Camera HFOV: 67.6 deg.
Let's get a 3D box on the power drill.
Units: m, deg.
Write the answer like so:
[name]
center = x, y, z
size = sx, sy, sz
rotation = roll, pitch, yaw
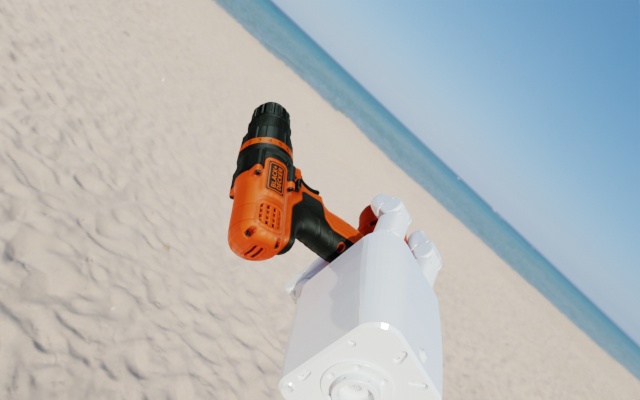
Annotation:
[power drill]
center = 0.000, 0.002, 0.473
size = 0.188, 0.184, 0.057
rotation = 27, -45, -26
